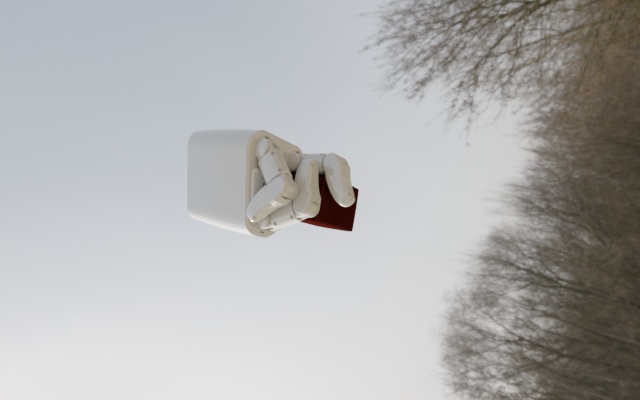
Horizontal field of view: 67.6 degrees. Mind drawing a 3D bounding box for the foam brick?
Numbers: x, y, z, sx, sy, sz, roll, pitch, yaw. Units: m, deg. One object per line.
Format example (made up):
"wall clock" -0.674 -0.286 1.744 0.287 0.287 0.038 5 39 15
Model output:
"foam brick" 0.000 0.002 0.543 0.051 0.053 0.078 6 -8 36
